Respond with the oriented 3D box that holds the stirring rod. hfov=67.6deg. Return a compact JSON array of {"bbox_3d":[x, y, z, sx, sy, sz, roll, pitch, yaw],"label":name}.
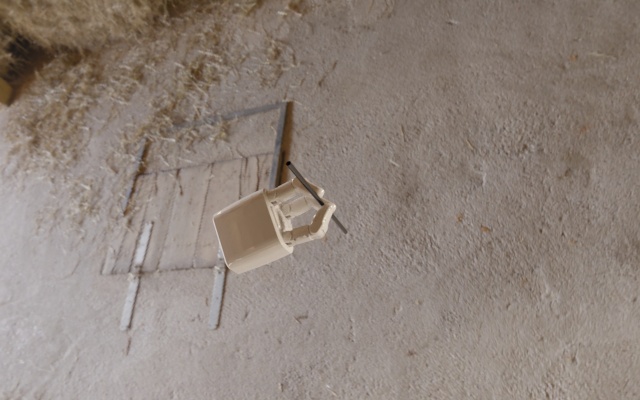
[{"bbox_3d":[0.000,0.003,0.778,0.011,0.011,0.240,0,-27,25],"label":"stirring rod"}]
